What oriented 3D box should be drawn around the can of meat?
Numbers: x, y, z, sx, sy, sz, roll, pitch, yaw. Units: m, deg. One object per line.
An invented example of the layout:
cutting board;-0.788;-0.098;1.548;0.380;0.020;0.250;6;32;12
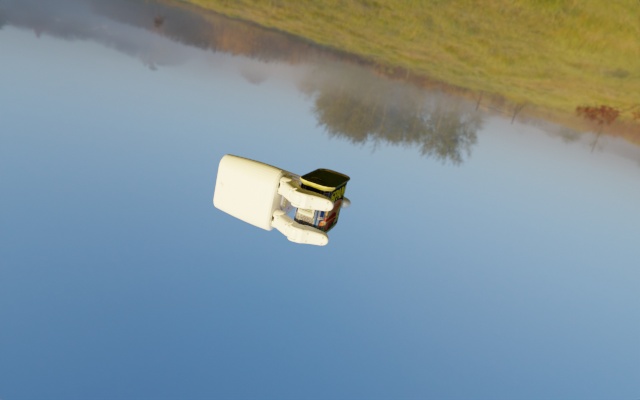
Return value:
can of meat;0.000;0.003;0.750;0.057;0.084;0.102;19;19;17
